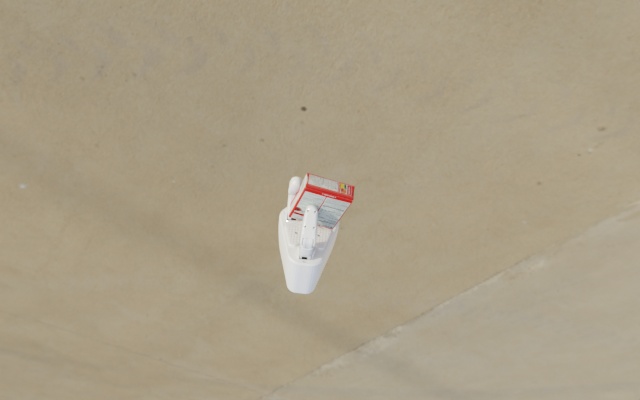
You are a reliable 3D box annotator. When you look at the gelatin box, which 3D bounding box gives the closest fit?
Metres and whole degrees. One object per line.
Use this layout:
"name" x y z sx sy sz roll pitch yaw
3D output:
"gelatin box" 0.000 0.003 0.703 0.073 0.030 0.089 15 -35 -12
